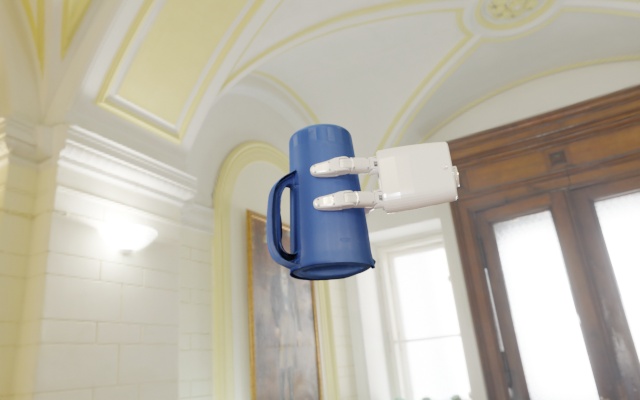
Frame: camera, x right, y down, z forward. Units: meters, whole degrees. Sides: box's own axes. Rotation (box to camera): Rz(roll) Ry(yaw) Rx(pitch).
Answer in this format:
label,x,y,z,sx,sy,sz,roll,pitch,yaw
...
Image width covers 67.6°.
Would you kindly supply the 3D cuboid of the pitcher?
label,x,y,z,sx,sy,sz,roll,pitch,yaw
pitcher,0.000,0.003,0.769,0.145,0.242,0.149,-10,-20,12
